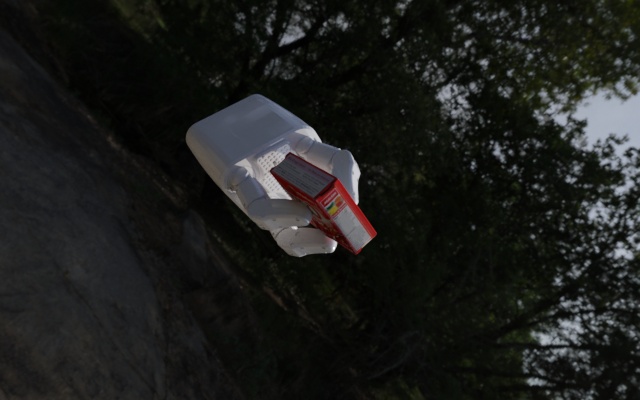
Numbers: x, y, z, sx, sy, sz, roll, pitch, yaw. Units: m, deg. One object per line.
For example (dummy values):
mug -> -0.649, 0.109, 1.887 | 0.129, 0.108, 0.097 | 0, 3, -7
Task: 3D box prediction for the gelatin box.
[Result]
gelatin box -> 0.001, 0.001, 0.426 | 0.089, 0.030, 0.073 | 32, -17, 53
